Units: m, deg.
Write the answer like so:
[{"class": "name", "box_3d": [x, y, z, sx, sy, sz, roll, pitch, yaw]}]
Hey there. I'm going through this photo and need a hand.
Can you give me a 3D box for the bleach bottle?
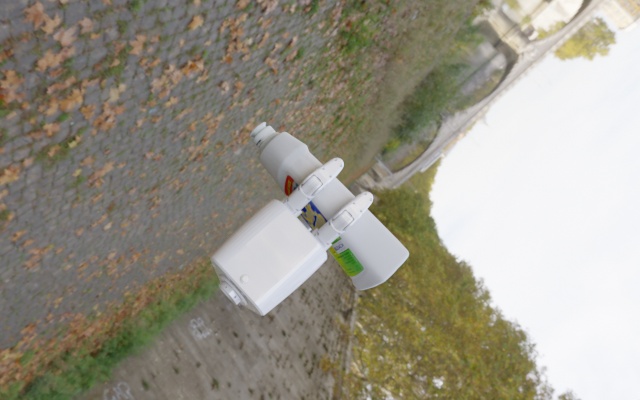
[{"class": "bleach bottle", "box_3d": [0.000, 0.002, 0.627, 0.068, 0.251, 0.102, -42, -2, -22]}]
